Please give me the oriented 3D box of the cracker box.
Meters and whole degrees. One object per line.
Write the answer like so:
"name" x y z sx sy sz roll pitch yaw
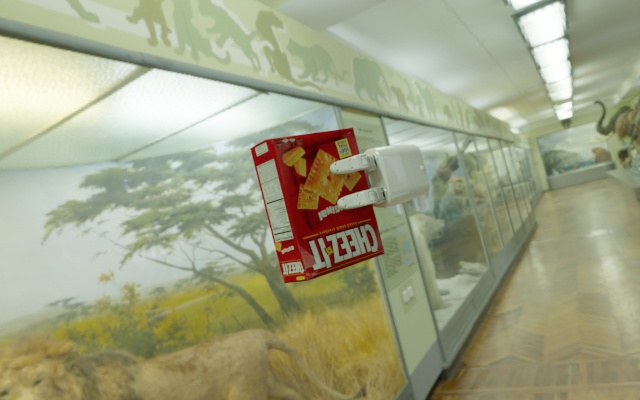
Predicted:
"cracker box" 0.000 0.002 0.742 0.164 0.213 0.072 -13 -2 -37
